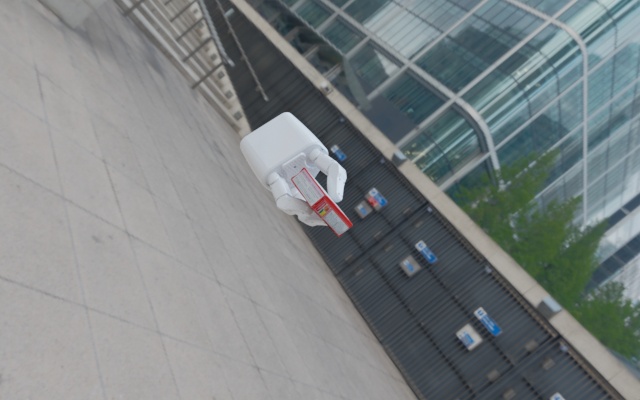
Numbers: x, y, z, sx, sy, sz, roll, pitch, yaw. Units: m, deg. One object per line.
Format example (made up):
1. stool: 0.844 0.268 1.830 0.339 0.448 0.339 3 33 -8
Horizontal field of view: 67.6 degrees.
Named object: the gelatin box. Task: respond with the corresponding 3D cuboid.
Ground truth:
1. gelatin box: 0.001 0.002 0.682 0.073 0.030 0.089 48 2 -38
